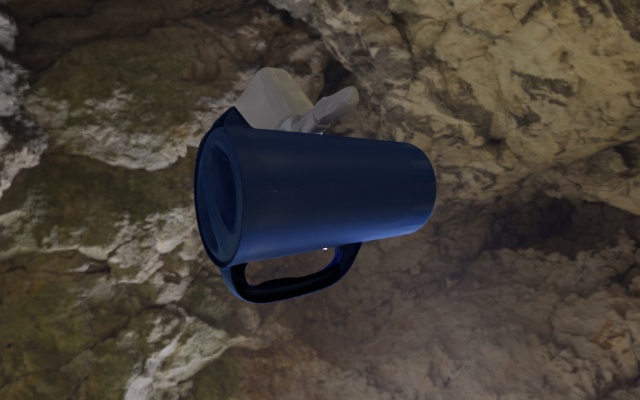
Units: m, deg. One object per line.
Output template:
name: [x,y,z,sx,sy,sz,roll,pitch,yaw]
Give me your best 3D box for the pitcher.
pitcher: [0.000,0.001,0.501,0.243,0.149,0.145,-3,46,-31]
